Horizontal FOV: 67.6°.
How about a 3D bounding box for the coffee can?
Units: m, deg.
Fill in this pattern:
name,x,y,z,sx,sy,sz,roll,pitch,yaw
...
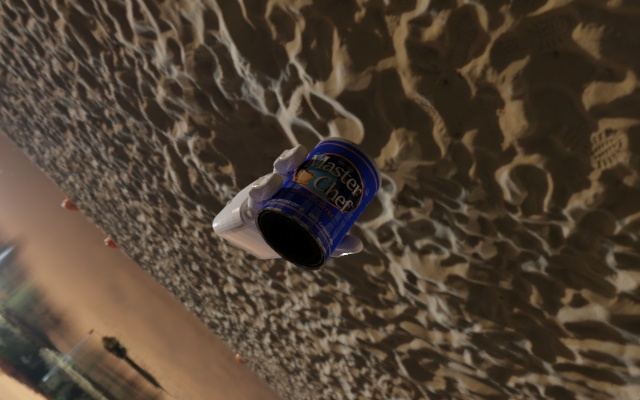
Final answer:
name,x,y,z,sx,sy,sz,roll,pitch,yaw
coffee can,0.000,0.002,0.603,0.103,0.103,0.140,0,41,45
